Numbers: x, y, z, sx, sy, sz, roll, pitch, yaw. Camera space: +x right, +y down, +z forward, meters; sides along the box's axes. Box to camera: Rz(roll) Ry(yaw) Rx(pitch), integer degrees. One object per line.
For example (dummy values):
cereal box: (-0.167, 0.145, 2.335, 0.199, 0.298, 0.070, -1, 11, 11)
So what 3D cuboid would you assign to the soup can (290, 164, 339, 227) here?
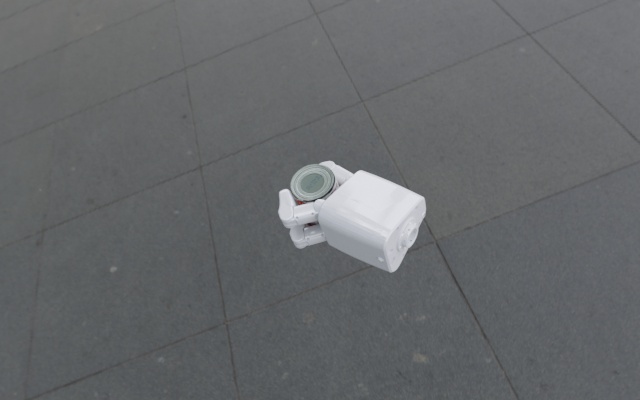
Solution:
soup can: (0.000, 0.002, 0.715, 0.068, 0.068, 0.102, 0, -35, 17)
